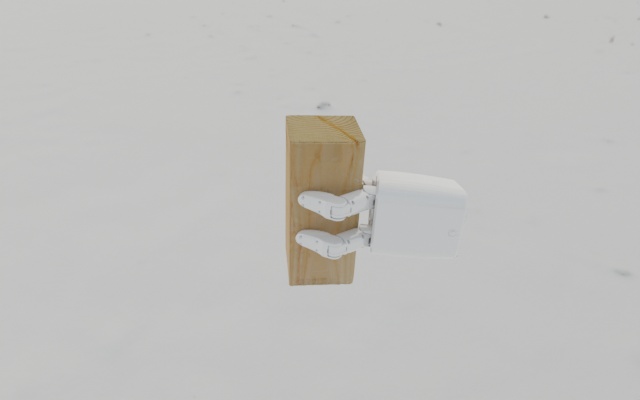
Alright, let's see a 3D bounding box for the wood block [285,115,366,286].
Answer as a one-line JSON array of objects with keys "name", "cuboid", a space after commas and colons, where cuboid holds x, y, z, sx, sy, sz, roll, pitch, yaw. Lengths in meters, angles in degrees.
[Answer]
[{"name": "wood block", "cuboid": [0.000, 0.002, 0.623, 0.090, 0.206, 0.090, -1, 30, -6]}]
